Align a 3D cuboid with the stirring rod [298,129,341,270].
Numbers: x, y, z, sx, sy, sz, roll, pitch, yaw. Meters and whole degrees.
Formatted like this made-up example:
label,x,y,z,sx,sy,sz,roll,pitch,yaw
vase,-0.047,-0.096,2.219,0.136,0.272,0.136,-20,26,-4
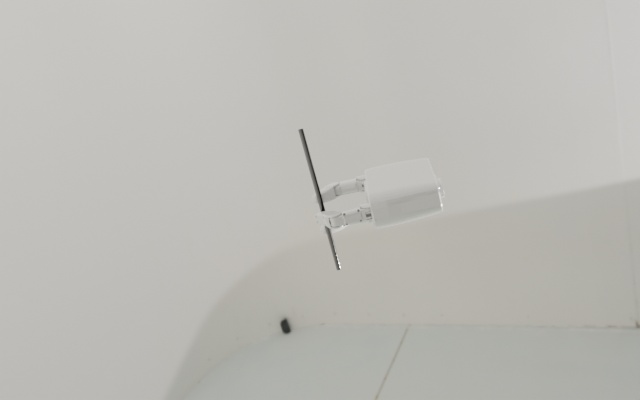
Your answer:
label,x,y,z,sx,sy,sz,roll,pitch,yaw
stirring rod,0.000,0.002,0.766,0.011,0.239,0.011,-14,15,4
